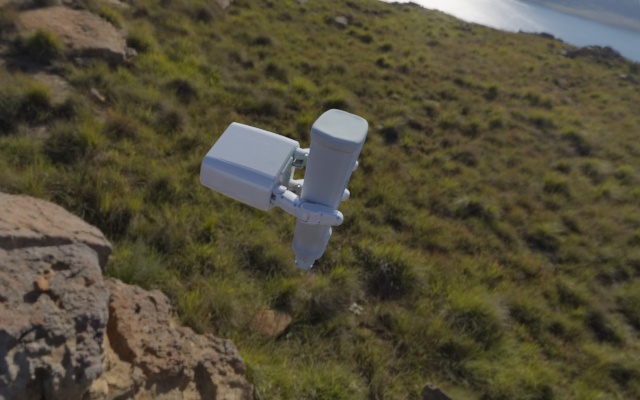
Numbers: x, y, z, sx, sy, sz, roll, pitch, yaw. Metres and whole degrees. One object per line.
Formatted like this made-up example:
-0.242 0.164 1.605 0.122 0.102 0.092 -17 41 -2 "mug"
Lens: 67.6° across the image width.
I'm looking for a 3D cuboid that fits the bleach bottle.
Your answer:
0.000 0.002 0.687 0.068 0.251 0.102 20 32 7 "bleach bottle"
